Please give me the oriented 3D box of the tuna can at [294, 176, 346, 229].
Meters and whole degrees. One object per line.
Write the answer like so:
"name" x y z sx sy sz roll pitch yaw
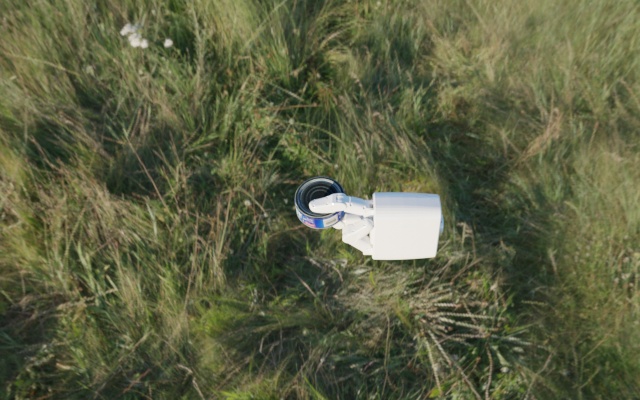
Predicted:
"tuna can" 0.000 0.002 0.794 0.086 0.086 0.034 0 -34 7
